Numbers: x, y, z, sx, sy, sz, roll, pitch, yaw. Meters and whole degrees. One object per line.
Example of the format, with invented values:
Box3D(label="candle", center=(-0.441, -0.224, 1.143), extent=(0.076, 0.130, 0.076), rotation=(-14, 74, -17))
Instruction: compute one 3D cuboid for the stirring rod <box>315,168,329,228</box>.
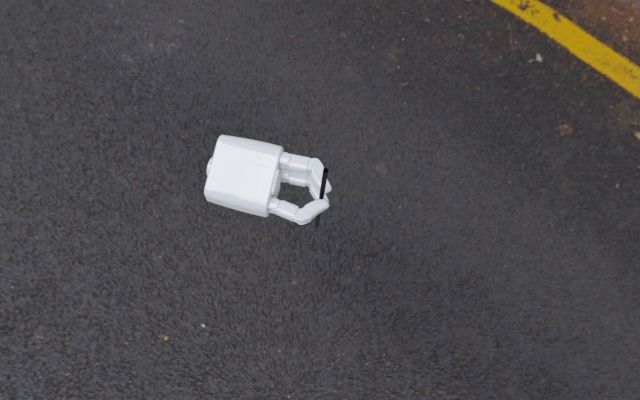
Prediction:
Box3D(label="stirring rod", center=(0.000, 0.003, 0.794), extent=(0.011, 0.011, 0.240), rotation=(0, -22, -4))
